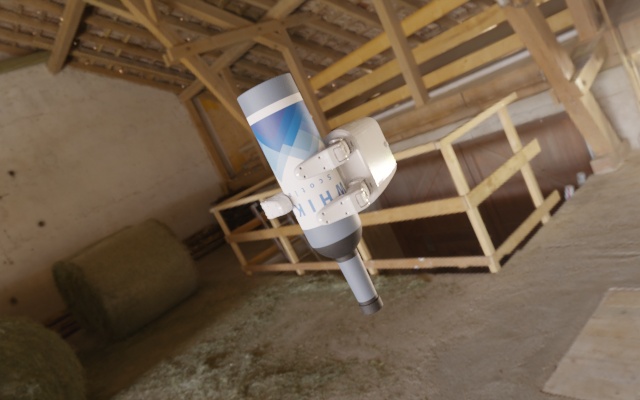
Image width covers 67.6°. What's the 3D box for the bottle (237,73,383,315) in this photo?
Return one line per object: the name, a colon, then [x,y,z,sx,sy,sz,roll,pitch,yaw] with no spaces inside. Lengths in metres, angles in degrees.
bottle: [0.000,0.002,0.559,0.069,0.296,0.069,-26,9,4]
